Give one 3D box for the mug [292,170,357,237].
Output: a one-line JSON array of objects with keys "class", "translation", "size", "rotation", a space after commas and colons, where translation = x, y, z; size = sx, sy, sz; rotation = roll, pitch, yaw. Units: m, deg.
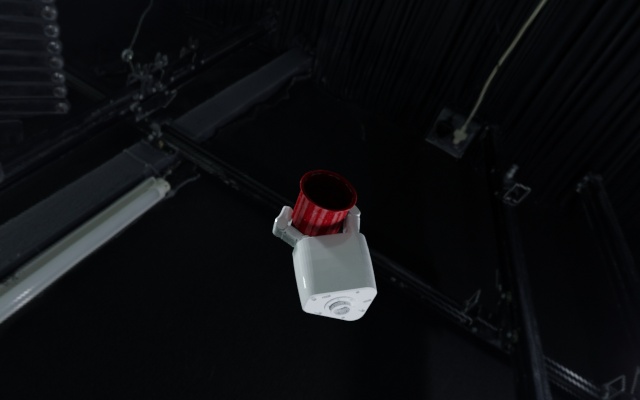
[{"class": "mug", "translation": [0.000, 0.002, 0.784], "size": [0.093, 0.117, 0.082], "rotation": [7, -46, -17]}]
